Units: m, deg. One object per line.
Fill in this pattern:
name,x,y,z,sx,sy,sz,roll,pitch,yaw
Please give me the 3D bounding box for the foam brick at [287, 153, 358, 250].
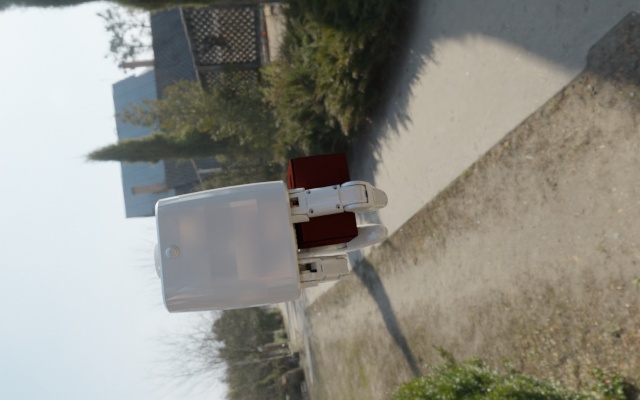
foam brick,0.000,0.001,0.437,0.051,0.078,0.053,-7,-11,-7
